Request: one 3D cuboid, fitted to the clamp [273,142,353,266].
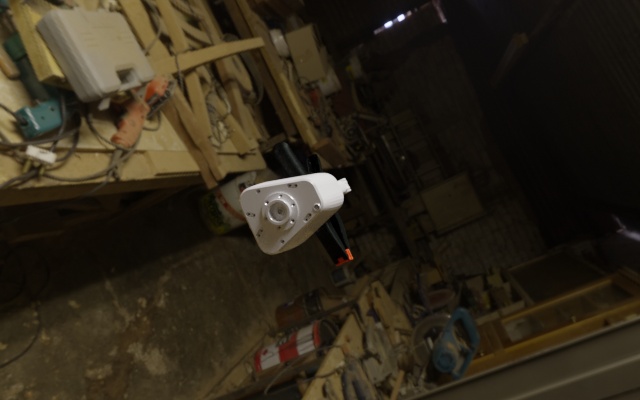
[{"bbox_3d":[0.001,0.003,0.783,0.036,0.210,0.164,-26,-2,17],"label":"clamp"}]
